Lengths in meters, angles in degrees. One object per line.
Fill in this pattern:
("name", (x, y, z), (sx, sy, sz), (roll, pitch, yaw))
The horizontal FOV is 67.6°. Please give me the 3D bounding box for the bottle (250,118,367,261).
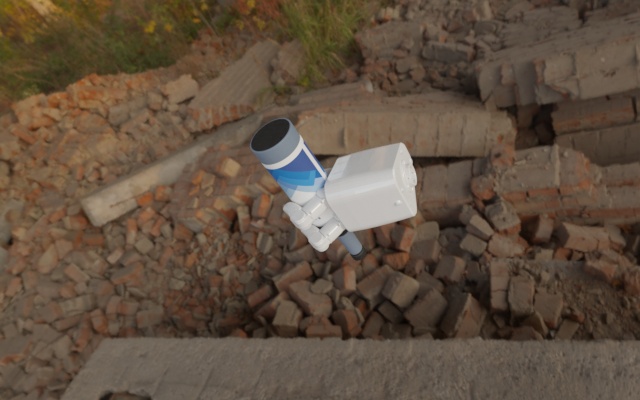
("bottle", (0.000, 0.002, 0.741), (0.069, 0.069, 0.296), (0, -39, 36))
